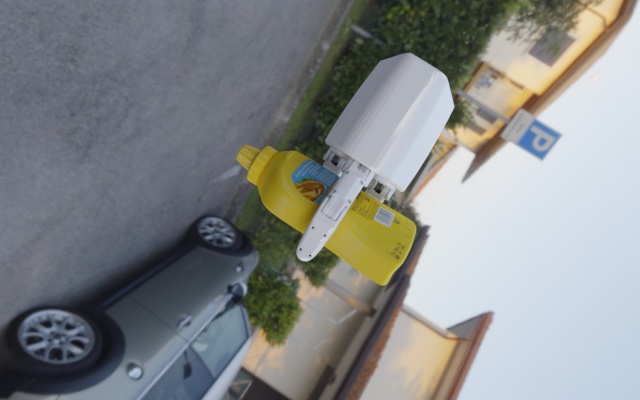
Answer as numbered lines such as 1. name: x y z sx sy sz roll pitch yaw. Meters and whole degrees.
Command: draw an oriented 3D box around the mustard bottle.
1. mustard bottle: 0.000 0.002 0.477 0.191 0.058 0.096 33 29 3
